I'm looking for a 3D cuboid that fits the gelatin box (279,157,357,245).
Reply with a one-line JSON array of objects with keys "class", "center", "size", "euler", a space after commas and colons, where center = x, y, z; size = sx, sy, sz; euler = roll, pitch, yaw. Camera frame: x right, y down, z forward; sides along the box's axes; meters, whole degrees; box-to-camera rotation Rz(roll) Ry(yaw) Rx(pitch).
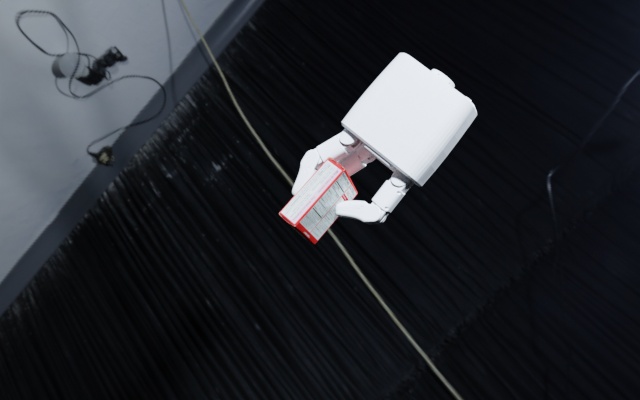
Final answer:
[{"class": "gelatin box", "center": [0.000, 0.002, 0.565], "size": [0.030, 0.089, 0.073], "euler": [38, -6, 26]}]
